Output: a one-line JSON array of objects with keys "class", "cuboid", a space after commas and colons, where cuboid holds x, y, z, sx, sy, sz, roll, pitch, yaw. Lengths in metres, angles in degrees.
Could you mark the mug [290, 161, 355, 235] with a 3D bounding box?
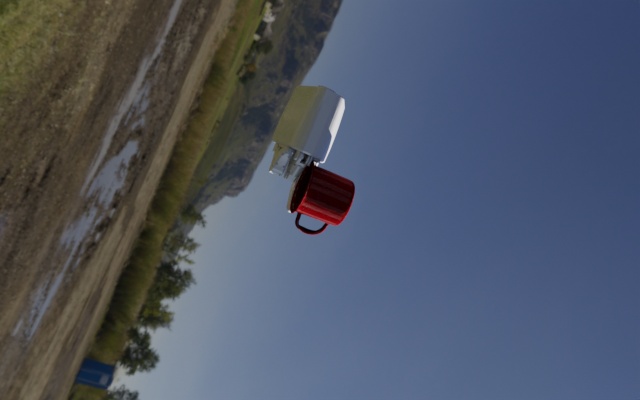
[{"class": "mug", "cuboid": [0.000, 0.004, 0.792, 0.081, 0.117, 0.093, 22, 5, -14]}]
